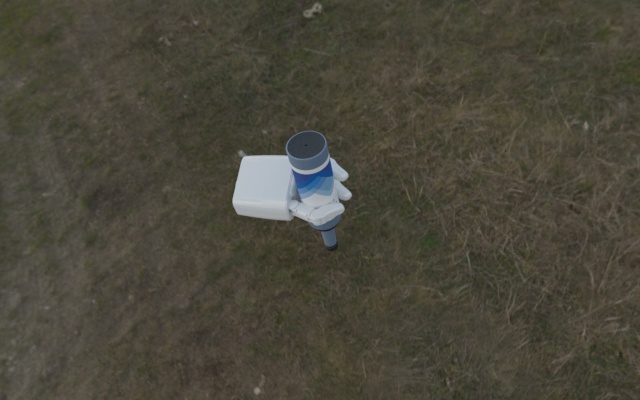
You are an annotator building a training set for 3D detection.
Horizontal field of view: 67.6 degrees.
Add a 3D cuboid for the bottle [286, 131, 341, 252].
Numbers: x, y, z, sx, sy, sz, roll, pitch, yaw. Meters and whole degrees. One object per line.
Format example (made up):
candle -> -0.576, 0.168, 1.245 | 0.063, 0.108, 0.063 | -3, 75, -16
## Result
bottle -> 0.000, 0.003, 0.875 | 0.069, 0.069, 0.296 | 0, -38, 12
